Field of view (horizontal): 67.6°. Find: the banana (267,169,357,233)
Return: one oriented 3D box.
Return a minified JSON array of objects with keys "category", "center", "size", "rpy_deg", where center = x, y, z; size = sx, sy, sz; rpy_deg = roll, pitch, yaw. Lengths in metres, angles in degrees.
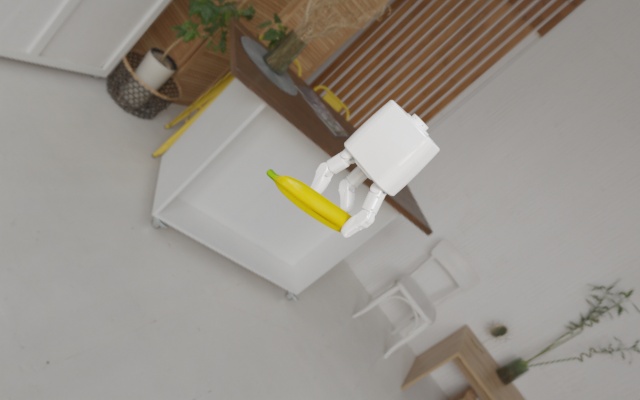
[{"category":"banana","center":[0.001,0.009,0.780],"size":[0.198,0.037,0.069],"rpy_deg":[35,15,-25]}]
